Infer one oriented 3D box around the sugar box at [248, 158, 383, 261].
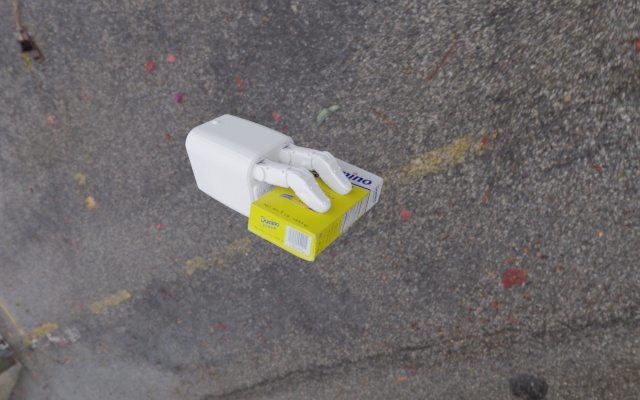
[{"bbox_3d":[0.000,0.002,0.605,0.093,0.048,0.176,25,38,21],"label":"sugar box"}]
